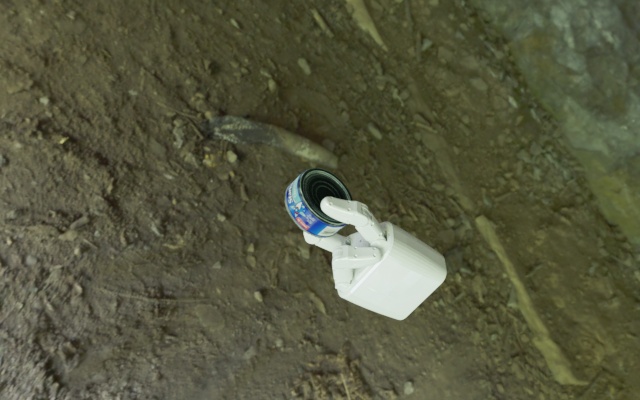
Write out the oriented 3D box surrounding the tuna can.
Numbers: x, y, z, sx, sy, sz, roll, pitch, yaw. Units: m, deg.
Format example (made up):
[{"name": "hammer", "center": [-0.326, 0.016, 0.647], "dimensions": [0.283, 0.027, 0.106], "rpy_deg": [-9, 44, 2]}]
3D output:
[{"name": "tuna can", "center": [0.000, 0.002, 0.597], "dimensions": [0.086, 0.086, 0.034], "rpy_deg": [0, -31, -41]}]
